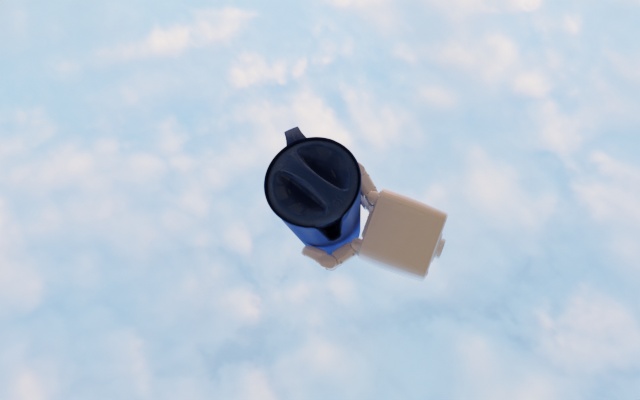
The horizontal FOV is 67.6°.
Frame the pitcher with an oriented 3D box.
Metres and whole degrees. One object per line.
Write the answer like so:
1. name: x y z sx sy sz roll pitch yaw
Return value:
1. pitcher: 0.000 0.003 0.751 0.145 0.149 0.243 20 -16 14
